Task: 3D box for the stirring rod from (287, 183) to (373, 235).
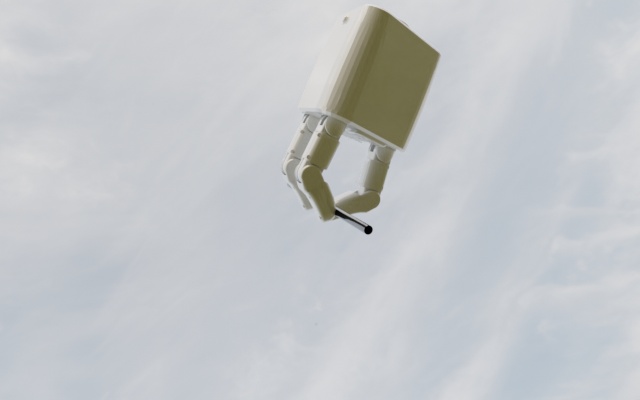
[{"bbox_3d":[0.000,0.002,0.499,0.011,0.011,0.239,0,11,-19],"label":"stirring rod"}]
